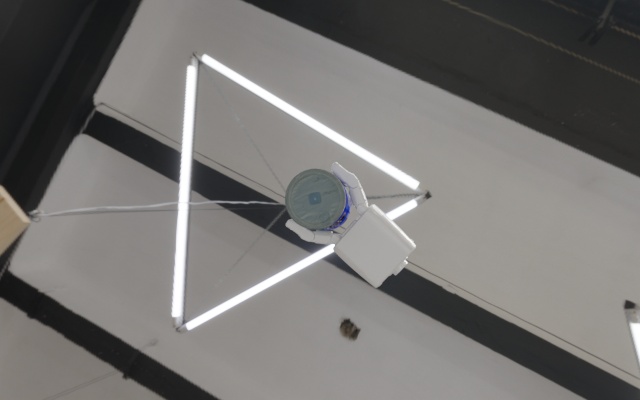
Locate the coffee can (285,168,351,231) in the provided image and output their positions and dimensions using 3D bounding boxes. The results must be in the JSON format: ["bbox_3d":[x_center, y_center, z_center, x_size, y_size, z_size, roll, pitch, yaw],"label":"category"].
[{"bbox_3d":[0.000,0.003,0.864,0.103,0.103,0.140,0,-5,8],"label":"coffee can"}]
